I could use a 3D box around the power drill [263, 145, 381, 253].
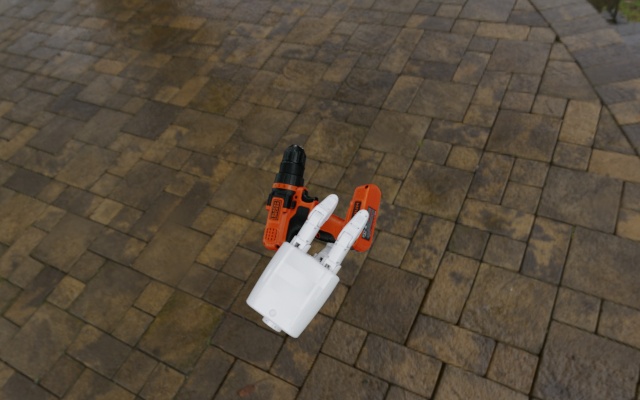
[{"bbox_3d":[0.000,0.003,0.778,0.187,0.184,0.057,8,-7,31],"label":"power drill"}]
